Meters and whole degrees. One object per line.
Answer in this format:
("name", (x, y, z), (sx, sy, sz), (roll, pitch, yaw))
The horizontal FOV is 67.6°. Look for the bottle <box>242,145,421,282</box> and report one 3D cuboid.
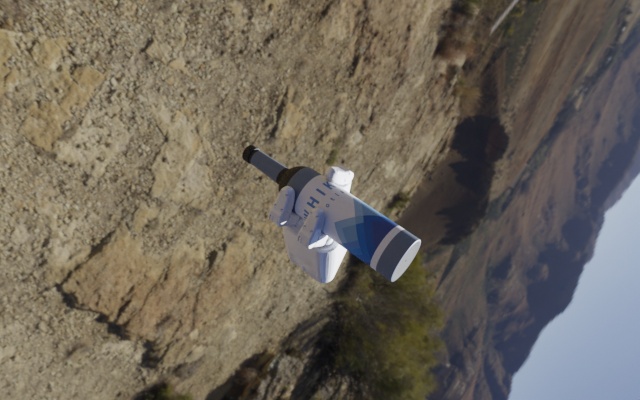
("bottle", (0.000, 0.002, 0.677), (0.295, 0.069, 0.069), (34, 15, 23))
